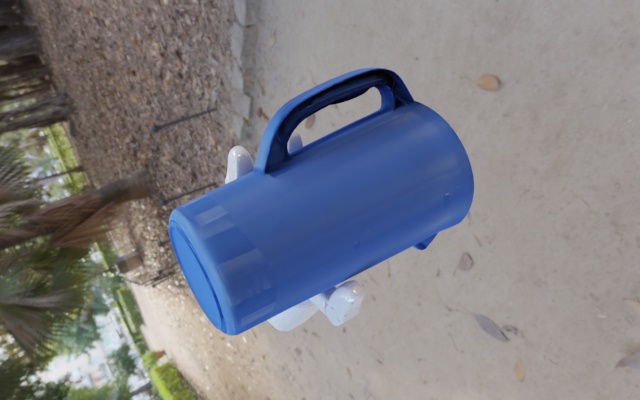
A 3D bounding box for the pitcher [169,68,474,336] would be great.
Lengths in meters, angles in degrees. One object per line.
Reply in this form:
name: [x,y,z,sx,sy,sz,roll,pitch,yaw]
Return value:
pitcher: [0.000,0.001,0.410,0.243,0.149,0.145,-26,-19,-26]
